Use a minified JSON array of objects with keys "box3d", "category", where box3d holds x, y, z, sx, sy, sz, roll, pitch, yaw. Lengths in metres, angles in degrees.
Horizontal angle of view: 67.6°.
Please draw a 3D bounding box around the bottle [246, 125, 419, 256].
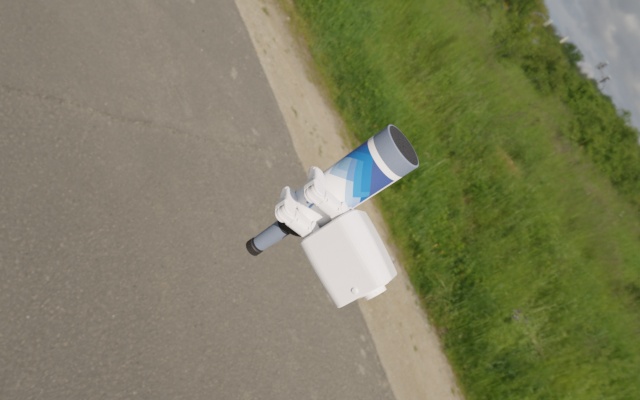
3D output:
[{"box3d":[0.000,0.002,0.687,0.296,0.069,0.069,-34,-17,27],"category":"bottle"}]
